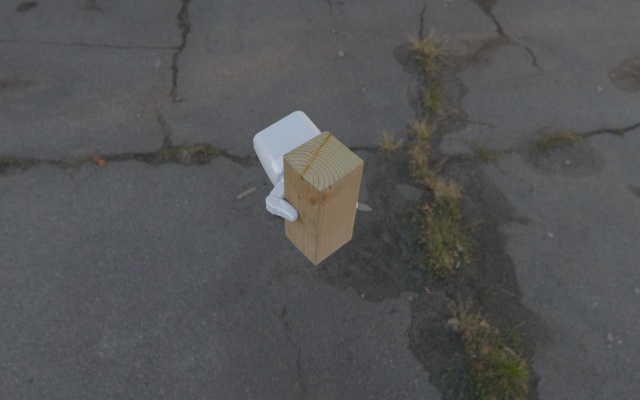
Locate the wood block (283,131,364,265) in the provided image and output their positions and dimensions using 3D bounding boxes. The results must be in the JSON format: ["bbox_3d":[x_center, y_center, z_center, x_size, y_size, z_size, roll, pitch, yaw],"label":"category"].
[{"bbox_3d":[0.000,0.002,0.787,0.091,0.206,0.090,-33,60,-25],"label":"wood block"}]
